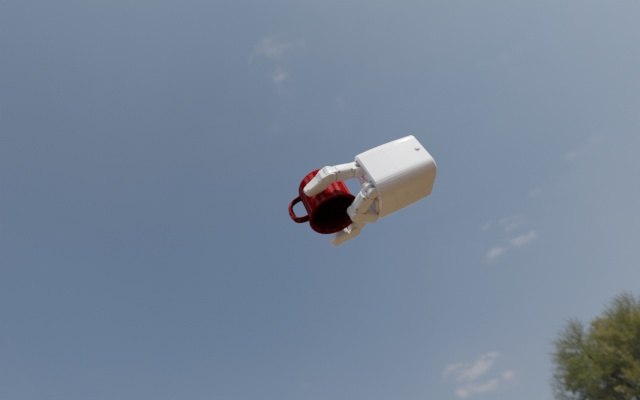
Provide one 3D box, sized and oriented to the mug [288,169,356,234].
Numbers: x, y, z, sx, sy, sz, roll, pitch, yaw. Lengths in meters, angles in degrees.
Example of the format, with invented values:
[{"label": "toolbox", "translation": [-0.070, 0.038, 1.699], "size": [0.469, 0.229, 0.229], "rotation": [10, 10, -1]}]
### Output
[{"label": "mug", "translation": [-0.001, 0.003, 0.833], "size": [0.117, 0.093, 0.081], "rotation": [-23, 47, -6]}]
